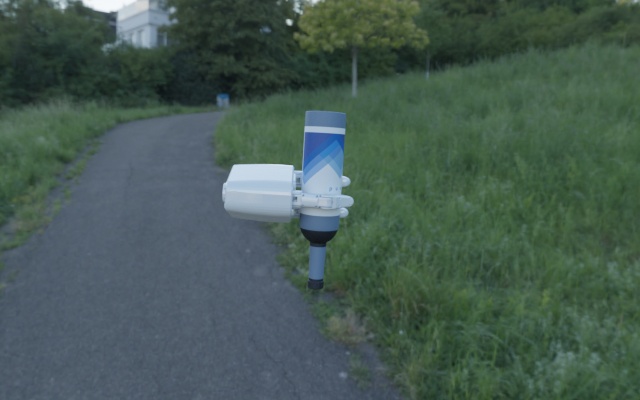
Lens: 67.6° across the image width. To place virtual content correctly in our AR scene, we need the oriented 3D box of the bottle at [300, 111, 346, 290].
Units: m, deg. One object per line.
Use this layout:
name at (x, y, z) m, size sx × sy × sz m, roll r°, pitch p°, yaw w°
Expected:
bottle at (0.000, 0.002, 0.797) m, size 0.069 × 0.296 × 0.069 m, roll 3°, pitch 7°, yaw 0°
